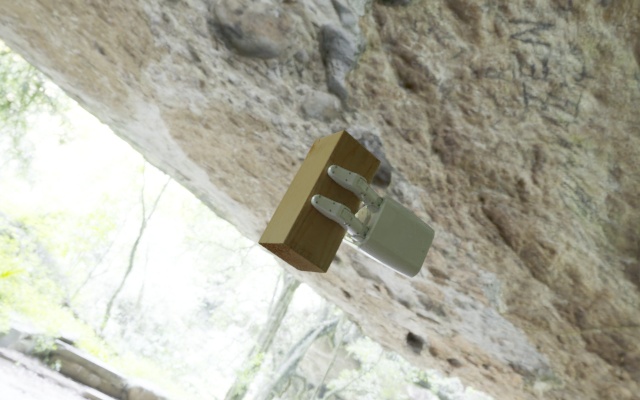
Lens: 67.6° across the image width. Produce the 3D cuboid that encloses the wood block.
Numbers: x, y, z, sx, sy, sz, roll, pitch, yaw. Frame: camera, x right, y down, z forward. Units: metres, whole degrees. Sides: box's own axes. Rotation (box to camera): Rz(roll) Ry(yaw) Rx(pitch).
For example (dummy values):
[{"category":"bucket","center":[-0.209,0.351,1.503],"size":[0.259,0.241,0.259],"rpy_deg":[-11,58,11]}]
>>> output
[{"category":"wood block","center":[0.000,0.003,0.762],"size":[0.090,0.206,0.091],"rpy_deg":[37,-23,-24]}]
